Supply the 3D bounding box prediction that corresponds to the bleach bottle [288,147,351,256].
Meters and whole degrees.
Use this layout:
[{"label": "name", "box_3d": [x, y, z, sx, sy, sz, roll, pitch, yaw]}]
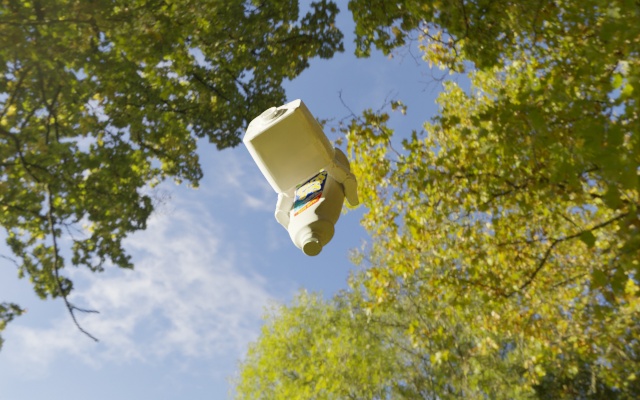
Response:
[{"label": "bleach bottle", "box_3d": [0.000, 0.003, 0.805, 0.102, 0.068, 0.250, -24, 27, 16]}]
